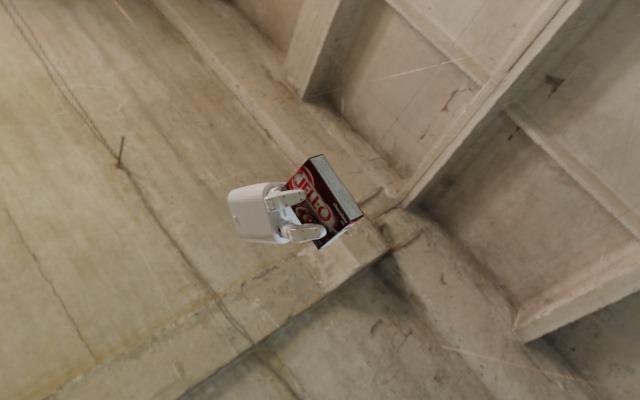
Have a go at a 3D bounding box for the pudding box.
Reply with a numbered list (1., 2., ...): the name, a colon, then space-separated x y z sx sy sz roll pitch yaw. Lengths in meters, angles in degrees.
1. pudding box: 0.000 0.002 0.700 0.039 0.113 0.090 -26 -13 -43
